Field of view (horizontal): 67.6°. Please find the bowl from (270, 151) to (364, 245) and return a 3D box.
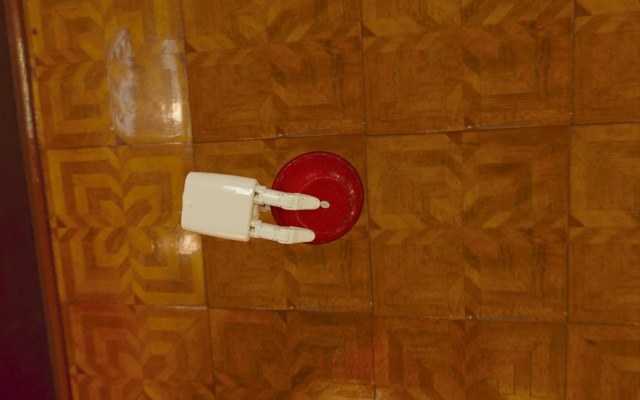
[{"bbox_3d":[0.002,0.002,0.776,0.162,0.162,0.055,0,13,-11],"label":"bowl"}]
